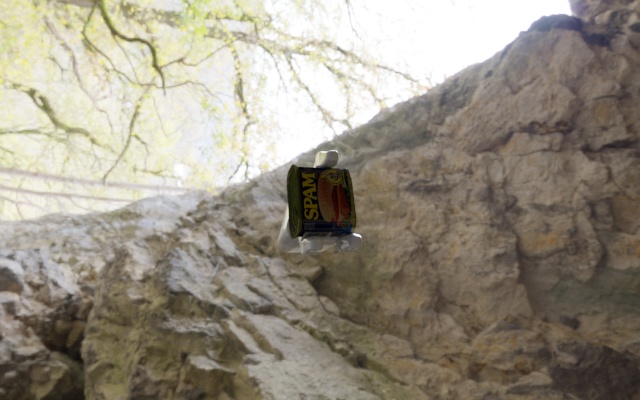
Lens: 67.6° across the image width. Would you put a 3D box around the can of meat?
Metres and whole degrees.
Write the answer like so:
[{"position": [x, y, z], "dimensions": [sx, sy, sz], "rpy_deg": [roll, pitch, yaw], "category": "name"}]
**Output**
[{"position": [0.000, 0.002, 0.675], "dimensions": [0.084, 0.102, 0.057], "rpy_deg": [1, -21, -16], "category": "can of meat"}]
